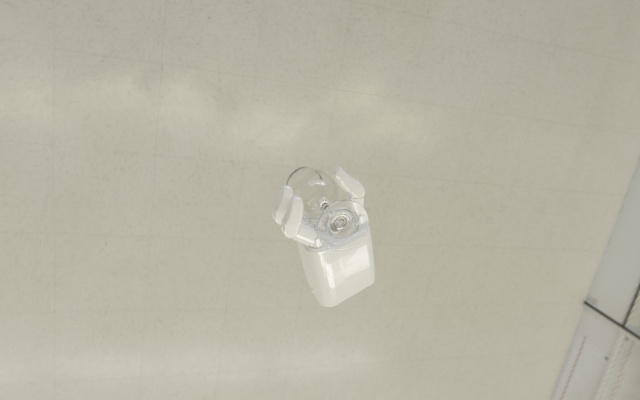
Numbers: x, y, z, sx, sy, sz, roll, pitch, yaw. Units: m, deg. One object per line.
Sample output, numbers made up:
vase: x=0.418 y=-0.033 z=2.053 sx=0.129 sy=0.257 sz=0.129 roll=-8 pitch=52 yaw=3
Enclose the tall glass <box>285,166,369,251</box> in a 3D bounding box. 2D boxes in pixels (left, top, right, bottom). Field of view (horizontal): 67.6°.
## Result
tall glass: x=0.000 y=0.002 z=0.727 sx=0.079 sy=0.079 sz=0.201 roll=0 pitch=19 yaw=-19
